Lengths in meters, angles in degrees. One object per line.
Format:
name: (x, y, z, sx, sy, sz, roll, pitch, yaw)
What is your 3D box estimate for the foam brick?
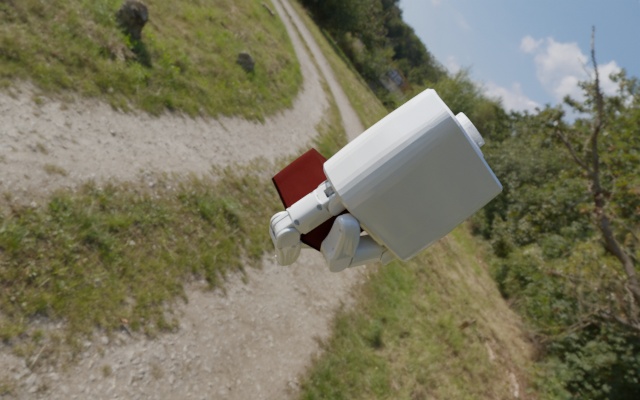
foam brick: (0.000, 0.001, 0.440, 0.051, 0.078, 0.053, -38, -37, 14)
